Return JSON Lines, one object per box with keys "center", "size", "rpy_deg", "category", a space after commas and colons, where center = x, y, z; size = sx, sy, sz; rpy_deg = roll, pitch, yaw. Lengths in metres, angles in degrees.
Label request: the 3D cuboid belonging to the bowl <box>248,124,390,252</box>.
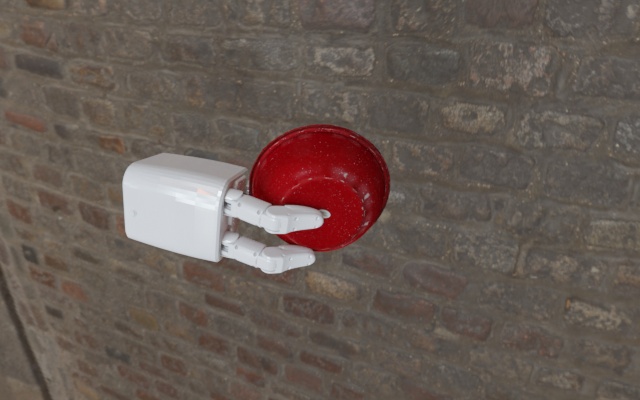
{"center": [0.001, 0.002, 0.523], "size": [0.162, 0.162, 0.055], "rpy_deg": [0, 32, -3], "category": "bowl"}
